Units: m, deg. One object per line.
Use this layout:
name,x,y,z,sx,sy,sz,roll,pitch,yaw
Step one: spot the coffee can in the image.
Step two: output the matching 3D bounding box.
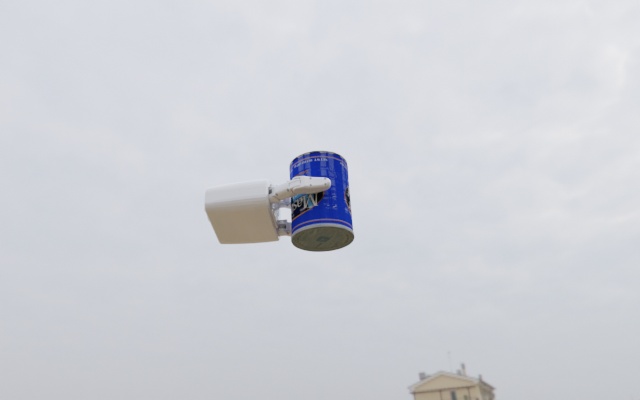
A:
coffee can,0.000,0.003,0.802,0.103,0.140,0.103,-3,-28,-1
